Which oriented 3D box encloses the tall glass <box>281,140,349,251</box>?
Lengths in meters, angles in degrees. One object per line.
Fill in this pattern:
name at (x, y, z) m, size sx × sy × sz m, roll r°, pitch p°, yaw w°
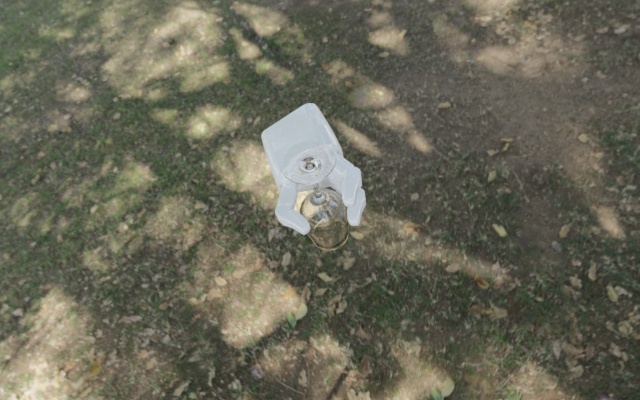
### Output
tall glass at (0.000, 0.002, 0.714) m, size 0.079 × 0.079 × 0.201 m, roll 0°, pitch -33°, yaw 11°
